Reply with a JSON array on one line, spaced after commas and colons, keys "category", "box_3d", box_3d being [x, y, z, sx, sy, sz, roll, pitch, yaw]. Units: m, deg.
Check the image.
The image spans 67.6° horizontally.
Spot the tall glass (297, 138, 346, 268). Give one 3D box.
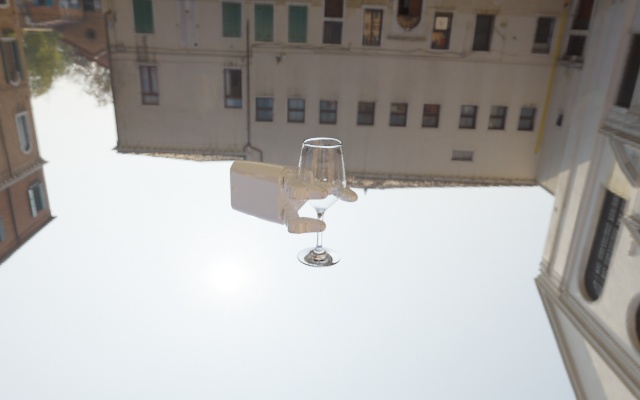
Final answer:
[{"category": "tall glass", "box_3d": [0.000, 0.003, 0.774, 0.079, 0.201, 0.079, 2, 20, -1]}]
